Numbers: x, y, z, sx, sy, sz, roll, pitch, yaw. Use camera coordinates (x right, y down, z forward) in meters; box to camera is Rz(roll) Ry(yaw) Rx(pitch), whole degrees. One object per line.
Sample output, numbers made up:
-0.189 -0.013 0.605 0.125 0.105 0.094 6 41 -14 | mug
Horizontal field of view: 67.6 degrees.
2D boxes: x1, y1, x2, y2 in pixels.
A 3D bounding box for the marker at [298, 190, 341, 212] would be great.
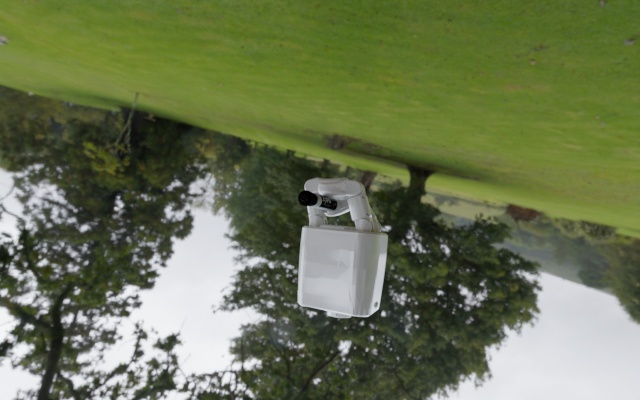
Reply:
0.000 0.002 0.606 0.020 0.020 0.121 0 -5 19 | marker
